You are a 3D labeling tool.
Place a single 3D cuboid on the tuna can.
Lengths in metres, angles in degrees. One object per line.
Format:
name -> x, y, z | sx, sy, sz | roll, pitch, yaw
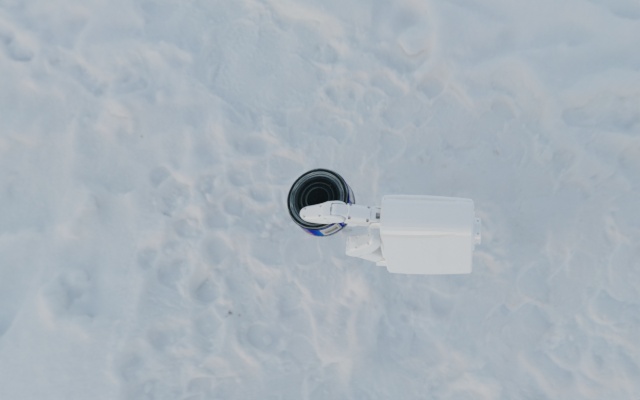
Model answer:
tuna can -> 0.000, 0.002, 0.624 | 0.086, 0.086, 0.034 | 0, -19, 19
